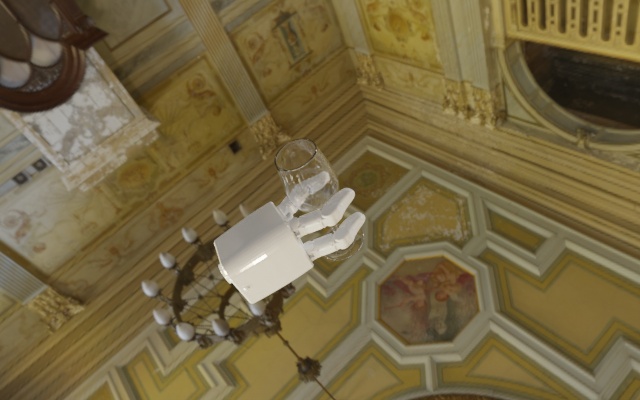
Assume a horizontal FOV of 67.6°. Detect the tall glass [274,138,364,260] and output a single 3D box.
[{"bbox_3d":[0.000,0.003,0.707,0.079,0.079,0.201,0,-41,27],"label":"tall glass"}]
